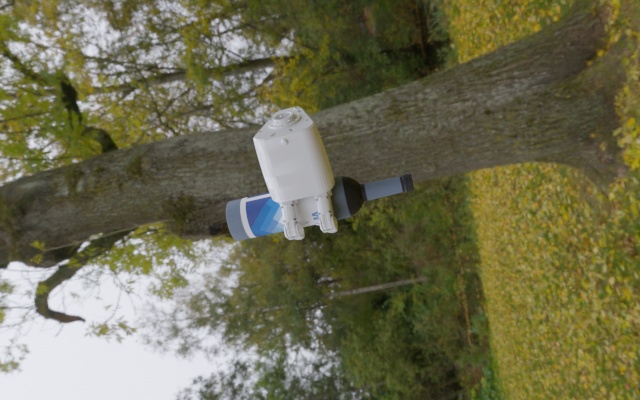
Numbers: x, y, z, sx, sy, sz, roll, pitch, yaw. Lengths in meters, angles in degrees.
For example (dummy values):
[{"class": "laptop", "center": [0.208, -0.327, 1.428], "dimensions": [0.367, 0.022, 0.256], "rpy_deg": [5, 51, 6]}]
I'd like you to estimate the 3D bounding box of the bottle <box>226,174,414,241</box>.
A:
[{"class": "bottle", "center": [0.000, 0.003, 0.762], "dimensions": [0.296, 0.069, 0.069], "rpy_deg": [-12, -2, 8]}]
